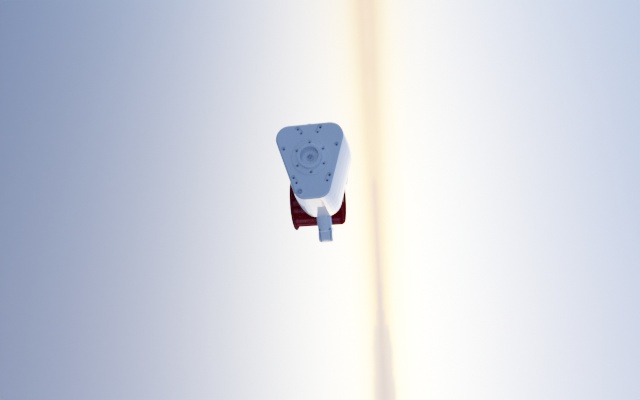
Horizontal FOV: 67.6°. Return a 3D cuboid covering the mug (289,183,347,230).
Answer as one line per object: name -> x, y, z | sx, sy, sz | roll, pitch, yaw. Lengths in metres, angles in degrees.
mug -> 0.001, 0.003, 0.784 | 0.081, 0.093, 0.117 | -3, -11, 8
